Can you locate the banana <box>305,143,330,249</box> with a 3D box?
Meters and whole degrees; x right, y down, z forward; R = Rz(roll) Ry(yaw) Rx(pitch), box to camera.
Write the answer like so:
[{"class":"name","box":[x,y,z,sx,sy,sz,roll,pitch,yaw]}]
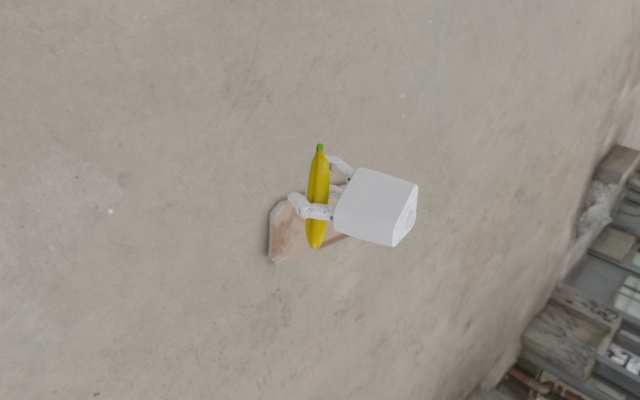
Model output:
[{"class":"banana","box":[-0.004,0.005,0.832,0.037,0.198,0.069,9,19,10]}]
